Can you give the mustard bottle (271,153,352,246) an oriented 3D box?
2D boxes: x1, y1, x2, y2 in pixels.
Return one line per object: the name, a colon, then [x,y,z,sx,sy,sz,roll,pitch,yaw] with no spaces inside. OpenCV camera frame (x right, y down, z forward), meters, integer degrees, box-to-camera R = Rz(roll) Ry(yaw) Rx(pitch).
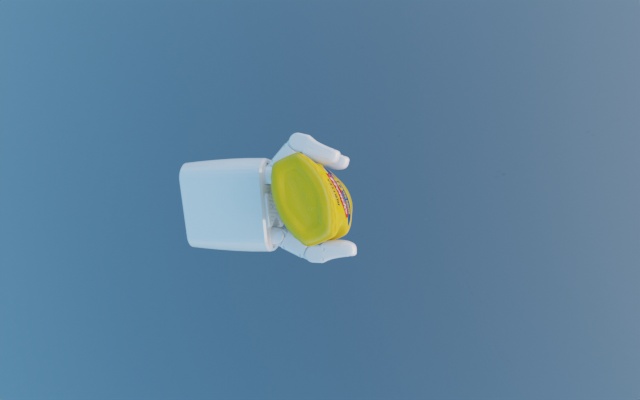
mustard bottle: [0.000,0.002,0.572,0.058,0.096,0.191,-25,-7,10]
